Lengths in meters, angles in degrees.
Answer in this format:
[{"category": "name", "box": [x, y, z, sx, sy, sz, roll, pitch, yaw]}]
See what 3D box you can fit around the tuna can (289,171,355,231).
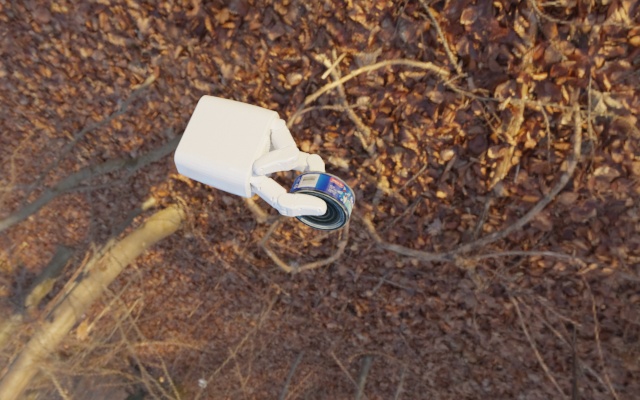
[{"category": "tuna can", "box": [0.000, 0.003, 0.627, 0.086, 0.033, 0.086, 13, -36, 10]}]
